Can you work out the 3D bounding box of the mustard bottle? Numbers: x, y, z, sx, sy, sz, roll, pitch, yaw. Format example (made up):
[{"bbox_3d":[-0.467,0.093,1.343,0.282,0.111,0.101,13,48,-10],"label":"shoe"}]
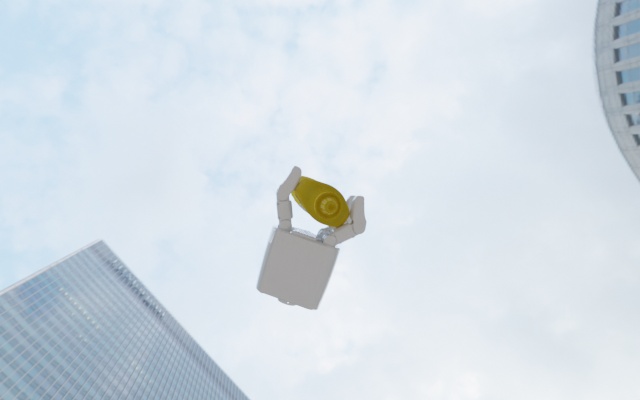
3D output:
[{"bbox_3d":[0.000,0.002,0.776,0.096,0.058,0.191,42,-2,-9],"label":"mustard bottle"}]
